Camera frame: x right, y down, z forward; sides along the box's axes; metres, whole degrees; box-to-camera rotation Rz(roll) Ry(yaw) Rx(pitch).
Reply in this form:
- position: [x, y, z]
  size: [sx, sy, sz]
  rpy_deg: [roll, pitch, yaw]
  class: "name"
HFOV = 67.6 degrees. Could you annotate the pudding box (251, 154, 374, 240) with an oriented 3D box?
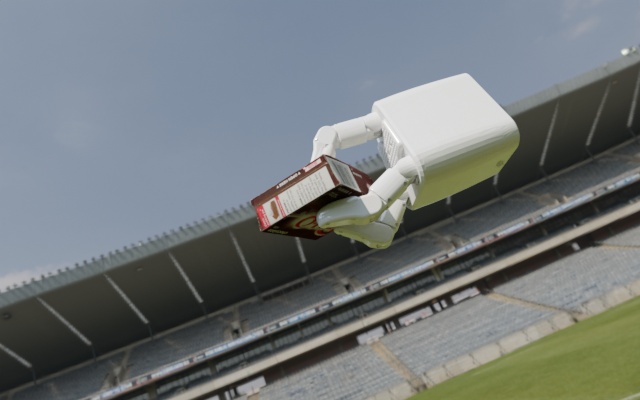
- position: [0.000, 0.001, 0.473]
  size: [0.090, 0.039, 0.113]
  rpy_deg: [-32, -23, 20]
  class: "pudding box"
